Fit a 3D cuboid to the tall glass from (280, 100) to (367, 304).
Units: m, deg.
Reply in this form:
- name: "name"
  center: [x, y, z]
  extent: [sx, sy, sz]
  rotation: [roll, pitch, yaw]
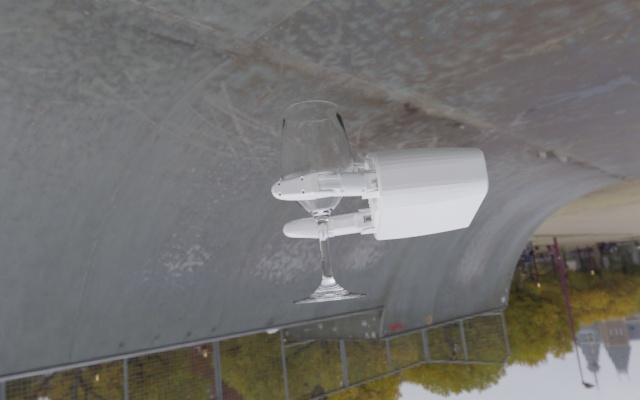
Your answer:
- name: "tall glass"
  center: [0.000, 0.002, 0.496]
  extent: [0.079, 0.201, 0.079]
  rotation: [-6, -10, -1]
